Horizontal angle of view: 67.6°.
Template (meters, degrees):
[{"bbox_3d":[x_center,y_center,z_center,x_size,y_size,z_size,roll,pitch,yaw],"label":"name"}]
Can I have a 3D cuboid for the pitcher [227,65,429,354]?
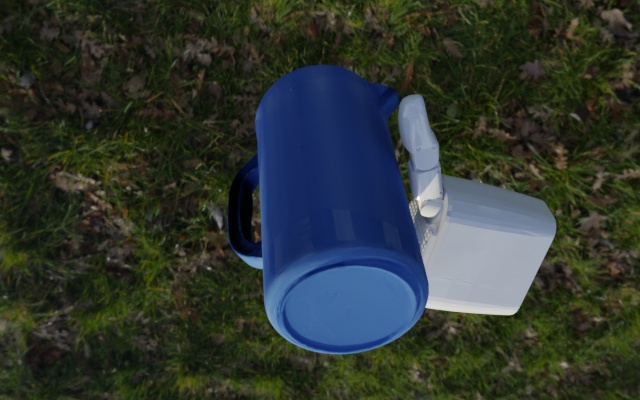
[{"bbox_3d":[0.000,0.001,0.400,0.145,0.149,0.242,10,37,-13],"label":"pitcher"}]
